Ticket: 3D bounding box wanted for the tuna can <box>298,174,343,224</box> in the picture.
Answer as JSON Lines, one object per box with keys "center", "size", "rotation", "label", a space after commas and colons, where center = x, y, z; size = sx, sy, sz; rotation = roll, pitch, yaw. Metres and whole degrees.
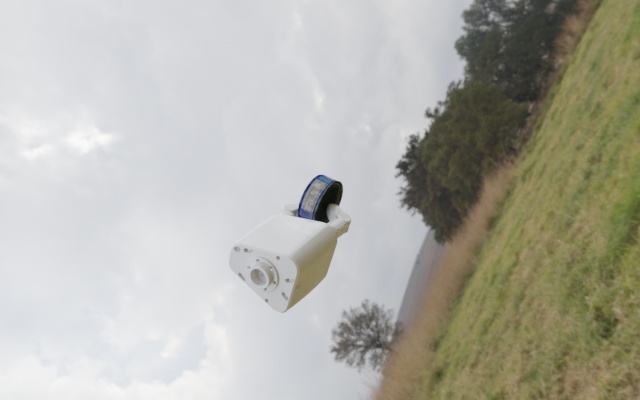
{"center": [0.000, 0.002, 0.763], "size": [0.033, 0.086, 0.086], "rotation": [25, 10, 22], "label": "tuna can"}
